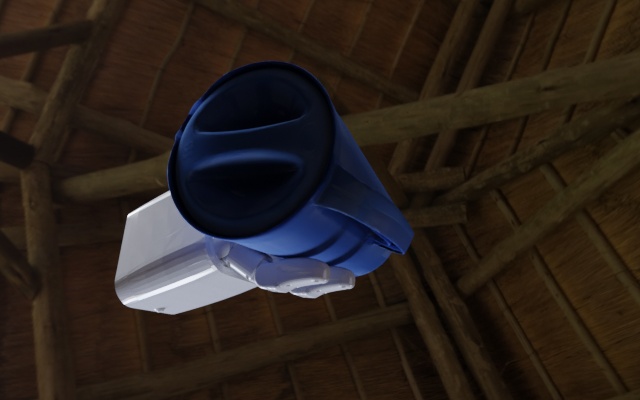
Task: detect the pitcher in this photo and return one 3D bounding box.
[{"bbox_3d":[0.000,0.001,0.423,0.145,0.149,0.243,-23,-25,15],"label":"pitcher"}]
